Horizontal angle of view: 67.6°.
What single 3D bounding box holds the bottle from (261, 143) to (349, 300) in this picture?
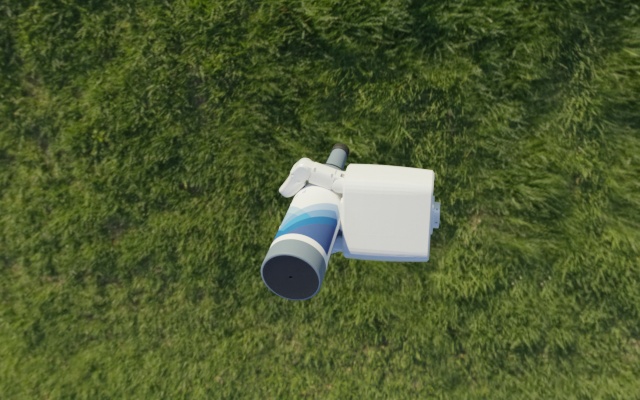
[{"bbox_3d":[0.000,0.002,0.622,0.069,0.069,0.295,0,33,15],"label":"bottle"}]
